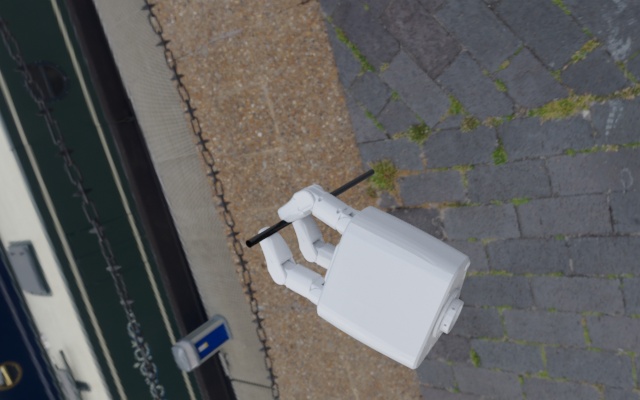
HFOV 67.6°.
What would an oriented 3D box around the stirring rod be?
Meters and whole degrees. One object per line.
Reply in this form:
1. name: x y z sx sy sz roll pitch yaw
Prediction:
1. stirring rod: 0.000 0.002 0.547 0.011 0.011 0.239 0 19 37
